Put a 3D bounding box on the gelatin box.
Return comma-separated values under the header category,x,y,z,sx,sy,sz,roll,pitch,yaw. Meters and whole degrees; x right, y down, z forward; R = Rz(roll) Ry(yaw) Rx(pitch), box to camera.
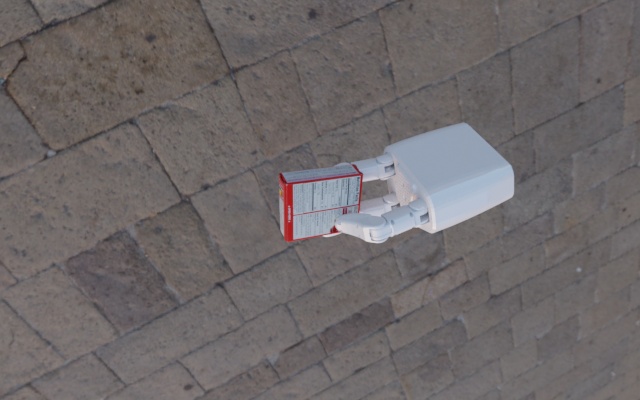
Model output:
category,x,y,z,sx,sy,sz,roll,pitch,yaw
gelatin box,0.000,0.002,0.525,0.089,0.073,0.030,-9,32,-18
